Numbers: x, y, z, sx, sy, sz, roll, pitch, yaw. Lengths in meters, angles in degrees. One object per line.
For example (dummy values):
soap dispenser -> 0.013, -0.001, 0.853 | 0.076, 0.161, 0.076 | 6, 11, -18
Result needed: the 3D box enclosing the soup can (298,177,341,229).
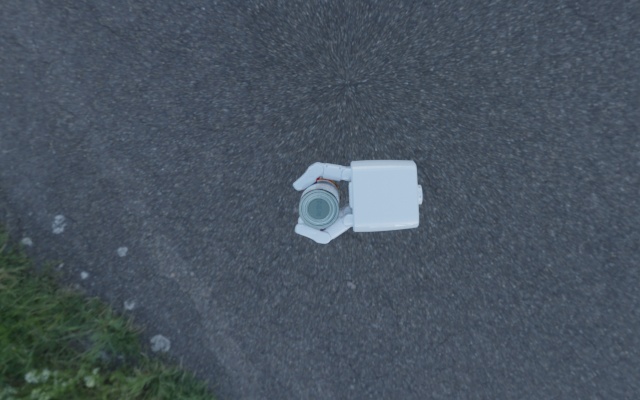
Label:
soup can -> 0.000, 0.003, 0.802 | 0.068, 0.068, 0.102 | 0, 14, 3
